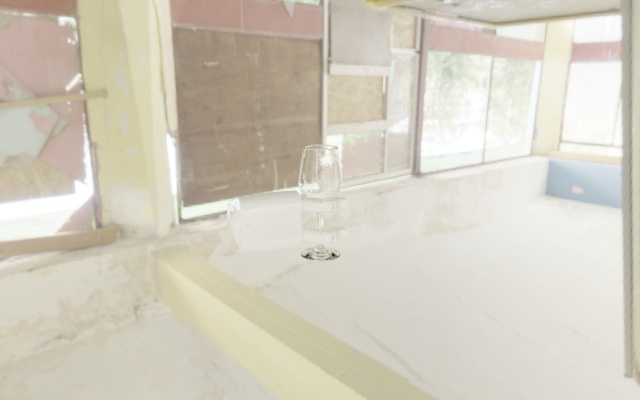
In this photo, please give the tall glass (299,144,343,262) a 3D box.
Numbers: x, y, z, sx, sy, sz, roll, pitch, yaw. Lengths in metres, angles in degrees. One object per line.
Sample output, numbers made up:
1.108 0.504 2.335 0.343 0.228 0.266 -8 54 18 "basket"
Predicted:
0.000 0.003 0.858 0.079 0.201 0.079 0 14 0 "tall glass"
